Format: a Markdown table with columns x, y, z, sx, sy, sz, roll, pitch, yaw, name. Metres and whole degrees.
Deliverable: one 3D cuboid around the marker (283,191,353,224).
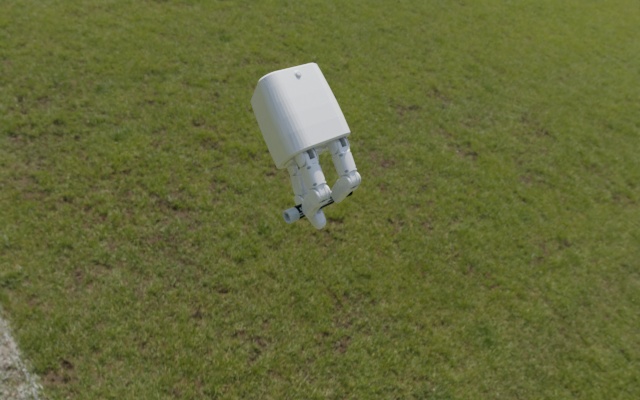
| x | y | z | sx | sy | sz | roll | pitch | yaw | name |
| --- | --- | --- | --- | --- | --- | --- | --- | --- | --- |
| 0.000 | 0.002 | 0.670 | 0.121 | 0.020 | 0.020 | -24 | 14 | -35 | marker |
